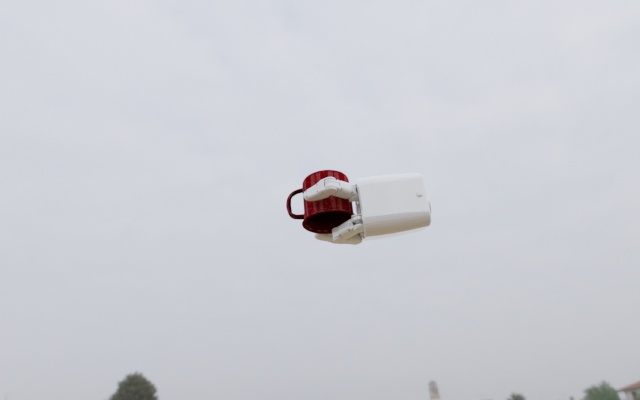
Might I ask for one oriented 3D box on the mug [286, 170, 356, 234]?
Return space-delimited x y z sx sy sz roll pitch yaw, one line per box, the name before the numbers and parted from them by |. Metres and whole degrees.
mug | -0.001 0.003 0.809 0.117 0.081 0.093 -6 -27 1
